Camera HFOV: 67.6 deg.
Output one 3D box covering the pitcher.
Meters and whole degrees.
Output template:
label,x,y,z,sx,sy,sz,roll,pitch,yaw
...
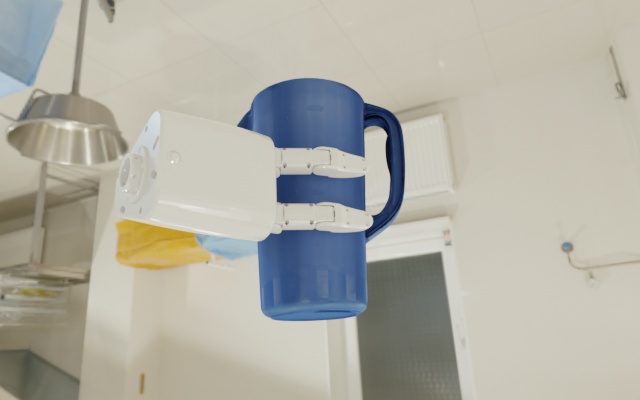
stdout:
label,x,y,z,sx,sy,sz,roll,pitch,yaw
pitcher,0.000,0.002,0.517,0.145,0.242,0.149,14,-25,-39
